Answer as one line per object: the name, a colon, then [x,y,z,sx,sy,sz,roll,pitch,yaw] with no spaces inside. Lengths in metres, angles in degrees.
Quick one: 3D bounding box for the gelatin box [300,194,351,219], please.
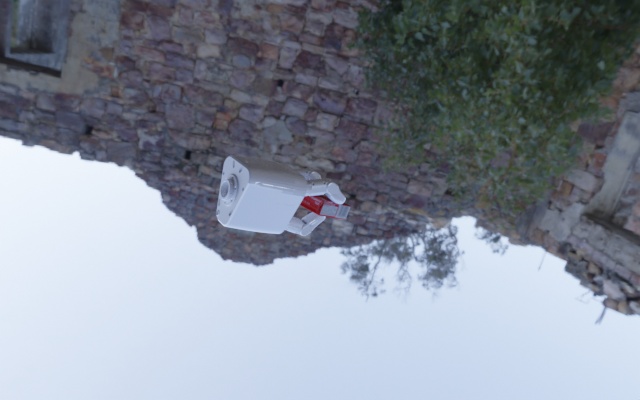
gelatin box: [0.000,0.003,0.852,0.073,0.030,0.089,29,11,35]
